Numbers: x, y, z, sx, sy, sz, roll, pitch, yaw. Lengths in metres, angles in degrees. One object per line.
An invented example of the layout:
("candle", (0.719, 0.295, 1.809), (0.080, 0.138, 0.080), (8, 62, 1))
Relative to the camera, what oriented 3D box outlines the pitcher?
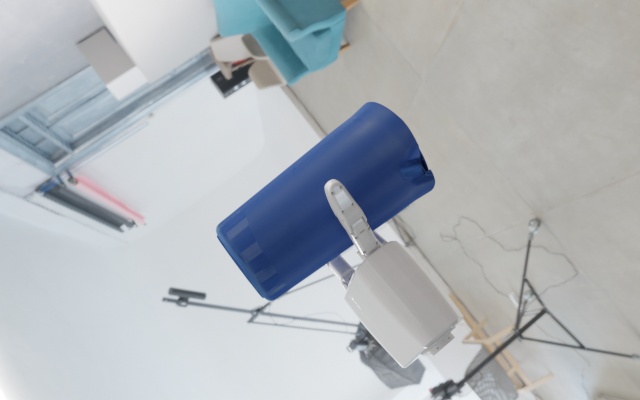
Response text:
("pitcher", (0.000, 0.002, 0.571), (0.243, 0.145, 0.149), (-37, -20, -10))
